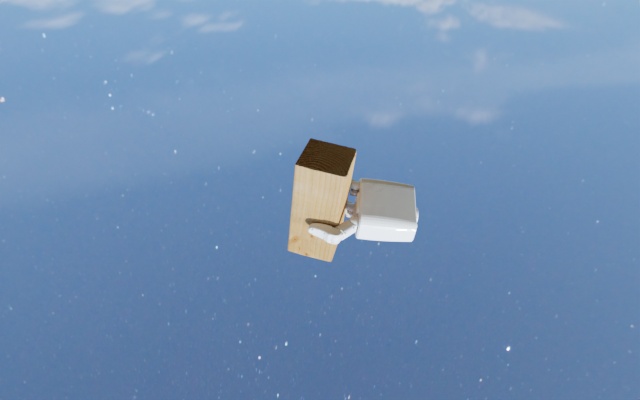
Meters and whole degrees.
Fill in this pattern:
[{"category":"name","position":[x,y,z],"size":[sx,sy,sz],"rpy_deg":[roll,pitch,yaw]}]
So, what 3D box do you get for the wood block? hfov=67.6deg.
[{"category":"wood block","position":[0.000,0.003,0.879],"size":[0.090,0.206,0.090],"rpy_deg":[14,40,8]}]
